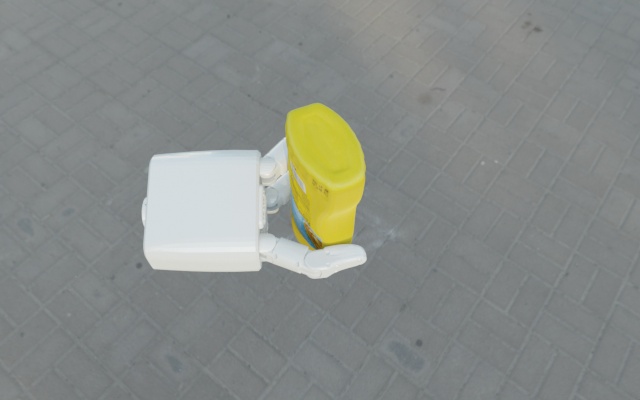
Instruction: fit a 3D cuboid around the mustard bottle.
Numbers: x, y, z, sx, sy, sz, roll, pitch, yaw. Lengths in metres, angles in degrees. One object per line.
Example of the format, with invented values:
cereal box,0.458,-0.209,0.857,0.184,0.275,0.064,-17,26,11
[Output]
mustard bottle,0.000,0.001,0.477,0.058,0.096,0.192,-22,-29,-15
